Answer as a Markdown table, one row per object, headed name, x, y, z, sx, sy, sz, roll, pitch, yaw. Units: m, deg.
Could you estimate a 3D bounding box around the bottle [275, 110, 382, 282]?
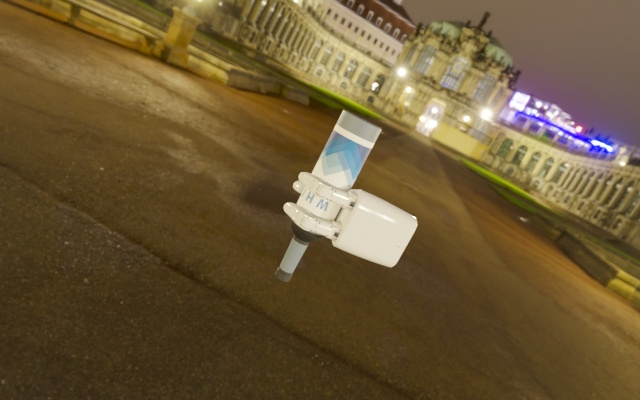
| name | x | y | z | sx | sy | sz | roll | pitch | yaw |
| --- | --- | --- | --- | --- | --- | --- | --- | --- | --- |
| bottle | 0.000 | 0.002 | 0.770 | 0.069 | 0.296 | 0.069 | 25 | 13 | -6 |
